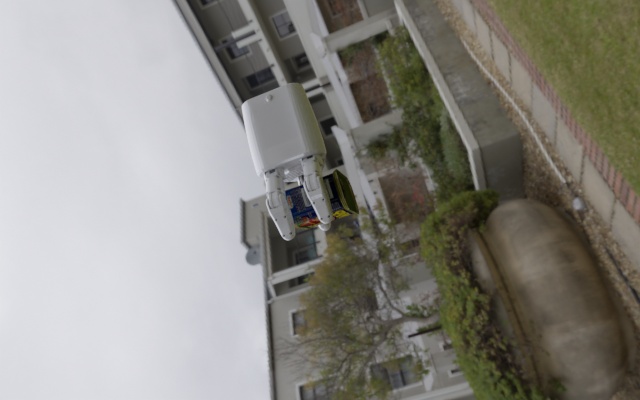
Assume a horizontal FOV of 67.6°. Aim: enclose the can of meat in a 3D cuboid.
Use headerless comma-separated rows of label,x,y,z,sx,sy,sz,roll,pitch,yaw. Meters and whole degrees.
can of meat,0.000,0.002,0.664,0.084,0.057,0.102,-19,-10,11
